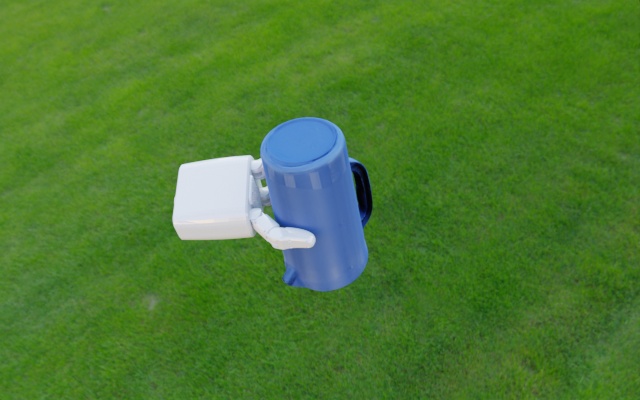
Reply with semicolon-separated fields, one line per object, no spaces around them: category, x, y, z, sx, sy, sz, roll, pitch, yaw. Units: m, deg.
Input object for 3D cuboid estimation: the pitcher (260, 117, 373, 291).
pitcher;0.000;0.002;0.680;0.145;0.149;0.243;-4;-45;7
